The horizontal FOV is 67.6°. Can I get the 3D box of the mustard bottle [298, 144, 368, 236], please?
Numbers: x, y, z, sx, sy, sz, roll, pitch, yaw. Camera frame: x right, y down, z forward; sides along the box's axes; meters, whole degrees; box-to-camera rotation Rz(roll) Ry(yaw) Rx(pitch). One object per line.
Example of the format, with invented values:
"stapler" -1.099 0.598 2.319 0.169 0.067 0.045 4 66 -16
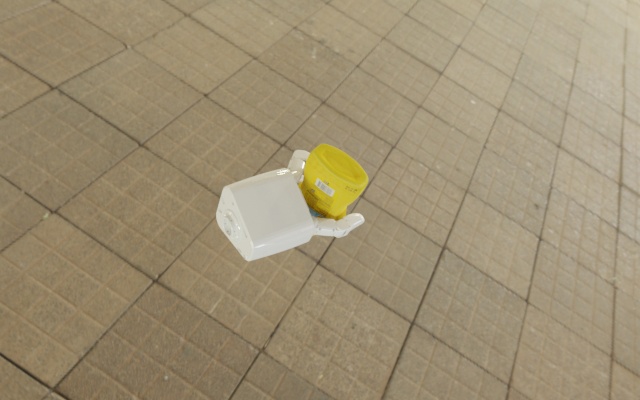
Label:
"mustard bottle" 0.000 0.002 0.776 0.096 0.192 0.058 36 48 7
